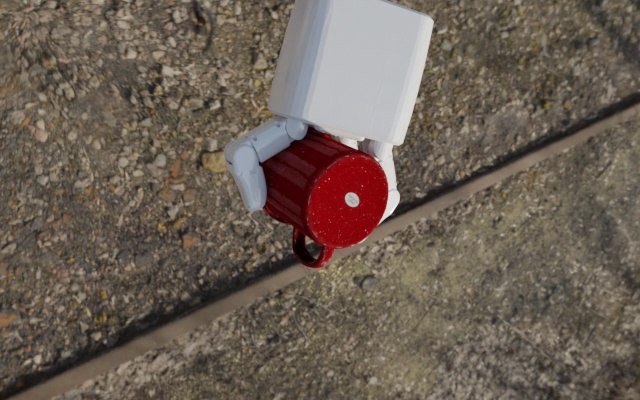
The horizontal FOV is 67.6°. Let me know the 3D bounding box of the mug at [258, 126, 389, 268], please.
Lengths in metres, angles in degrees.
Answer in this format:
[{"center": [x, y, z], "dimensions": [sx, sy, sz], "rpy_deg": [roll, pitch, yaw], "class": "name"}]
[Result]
[{"center": [0.000, 0.003, 0.405], "dimensions": [0.093, 0.117, 0.081], "rpy_deg": [6, 14, -33], "class": "mug"}]
